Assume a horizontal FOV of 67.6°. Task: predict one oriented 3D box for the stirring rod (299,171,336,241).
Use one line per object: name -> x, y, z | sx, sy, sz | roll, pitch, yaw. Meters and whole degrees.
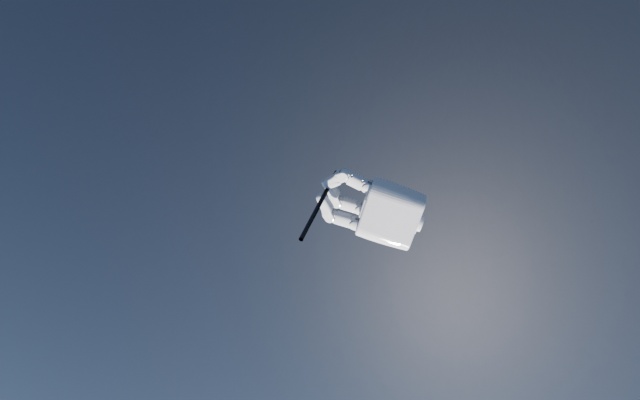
stirring rod -> 0.000, 0.003, 0.877 | 0.011, 0.011, 0.239 | 0, 30, 18
